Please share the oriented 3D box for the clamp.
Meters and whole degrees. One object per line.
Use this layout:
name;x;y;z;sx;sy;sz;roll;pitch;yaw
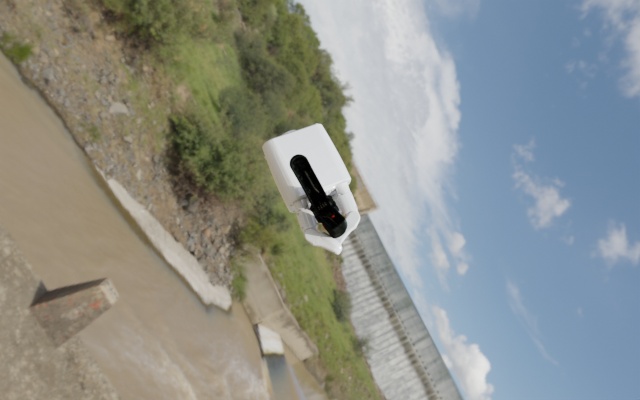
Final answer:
clamp;0.001;0.002;0.671;0.039;0.120;0.171;-25;-10;-4
